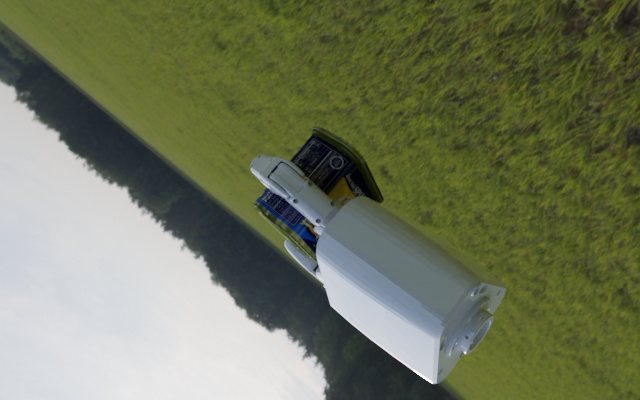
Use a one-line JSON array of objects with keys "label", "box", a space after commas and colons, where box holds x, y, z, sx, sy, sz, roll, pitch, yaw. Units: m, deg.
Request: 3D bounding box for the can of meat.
[{"label": "can of meat", "box": [0.000, 0.002, 0.407, 0.057, 0.084, 0.102, 35, -10, 31]}]
